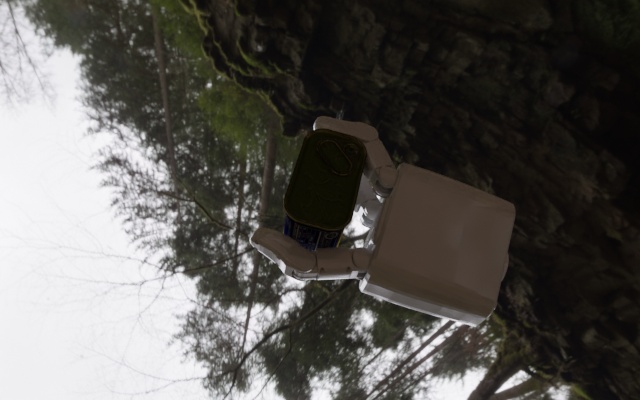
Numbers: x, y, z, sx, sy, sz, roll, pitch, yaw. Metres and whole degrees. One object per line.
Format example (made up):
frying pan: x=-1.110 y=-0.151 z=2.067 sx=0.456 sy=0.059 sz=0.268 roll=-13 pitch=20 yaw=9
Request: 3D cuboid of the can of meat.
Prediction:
can of meat: x=0.000 y=0.002 z=0.433 sx=0.057 sy=0.102 sz=0.084 roll=15 pitch=-34 yaw=1
